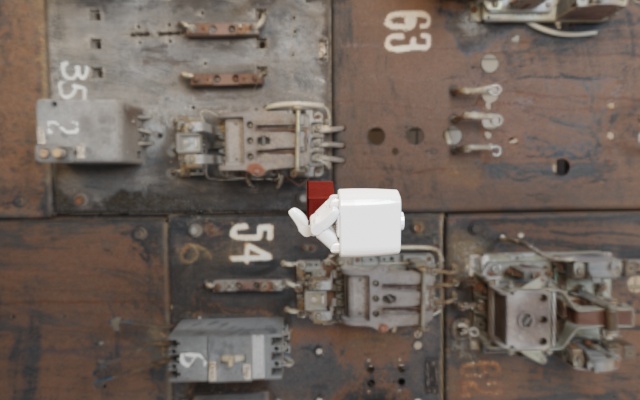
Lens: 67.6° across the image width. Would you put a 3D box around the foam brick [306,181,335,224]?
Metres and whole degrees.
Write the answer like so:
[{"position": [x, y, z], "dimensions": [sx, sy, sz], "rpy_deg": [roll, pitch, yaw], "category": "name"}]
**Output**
[{"position": [0.000, 0.003, 0.888], "dimensions": [0.051, 0.053, 0.078], "rpy_deg": [-1, 27, -1], "category": "foam brick"}]
